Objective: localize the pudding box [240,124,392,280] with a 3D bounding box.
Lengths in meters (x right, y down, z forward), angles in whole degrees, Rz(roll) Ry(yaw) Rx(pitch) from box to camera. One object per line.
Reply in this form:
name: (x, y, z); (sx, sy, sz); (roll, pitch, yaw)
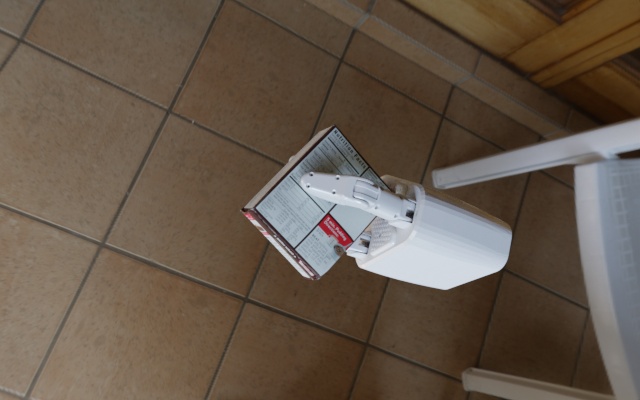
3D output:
pudding box: (0.000, 0.001, 0.431); (0.113, 0.090, 0.039); (-47, 13, -21)
